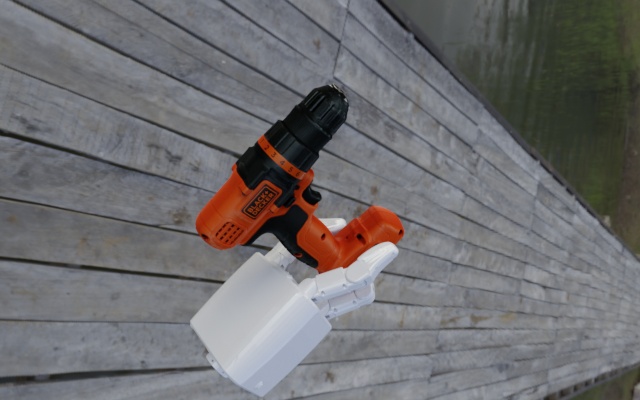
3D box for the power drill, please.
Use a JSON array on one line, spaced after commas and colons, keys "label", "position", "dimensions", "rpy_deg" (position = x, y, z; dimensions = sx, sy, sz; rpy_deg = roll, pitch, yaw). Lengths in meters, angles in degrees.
[{"label": "power drill", "position": [0.000, 0.002, 0.473], "dimensions": [0.188, 0.184, 0.057], "rpy_deg": [36, 14, -35]}]
